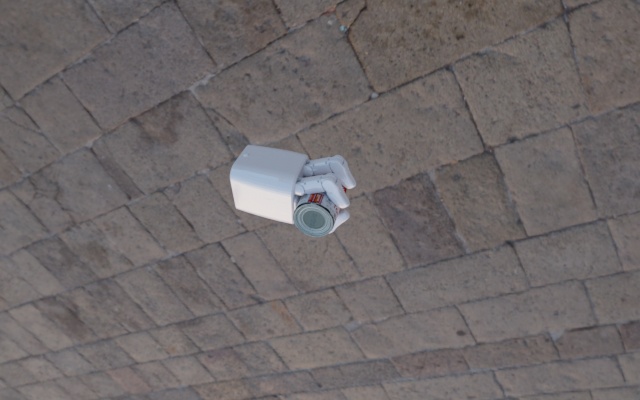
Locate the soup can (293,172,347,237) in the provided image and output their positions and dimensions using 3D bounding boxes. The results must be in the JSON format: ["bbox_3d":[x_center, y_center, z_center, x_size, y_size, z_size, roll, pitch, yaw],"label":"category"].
[{"bbox_3d":[0.001,0.003,0.775,0.068,0.068,0.102,0,35,16],"label":"soup can"}]
